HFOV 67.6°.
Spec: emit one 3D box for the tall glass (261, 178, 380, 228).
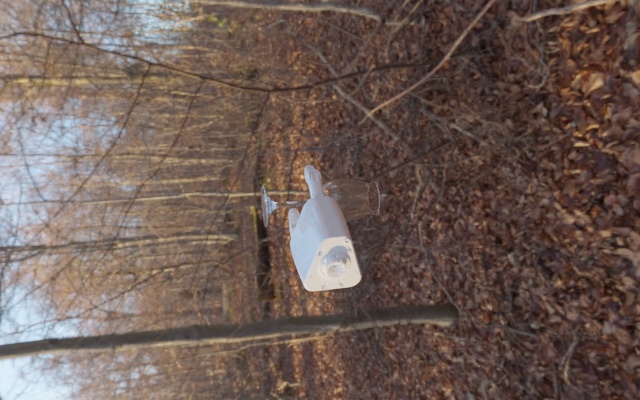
[{"bbox_3d":[-0.001,0.003,0.840,0.201,0.079,0.079,-5,1,-12],"label":"tall glass"}]
